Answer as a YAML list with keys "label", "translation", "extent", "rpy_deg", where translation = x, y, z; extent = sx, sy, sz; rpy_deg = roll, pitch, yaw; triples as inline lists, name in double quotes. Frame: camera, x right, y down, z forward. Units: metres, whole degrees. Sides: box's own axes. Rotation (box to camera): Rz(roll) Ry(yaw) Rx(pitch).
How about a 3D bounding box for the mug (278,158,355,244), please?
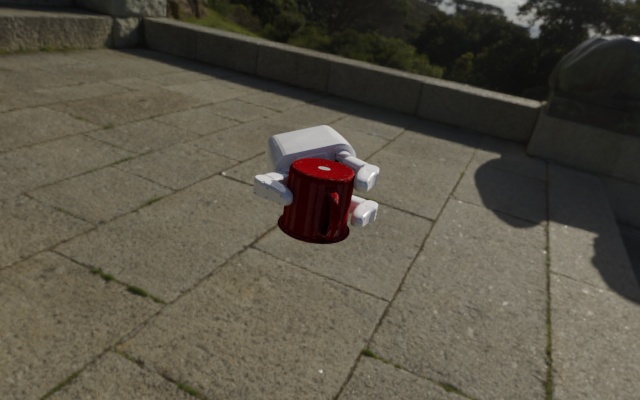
- label: "mug"
  translation: [0.000, 0.002, 0.582]
  extent: [0.093, 0.081, 0.117]
  rpy_deg: [3, 24, -16]
